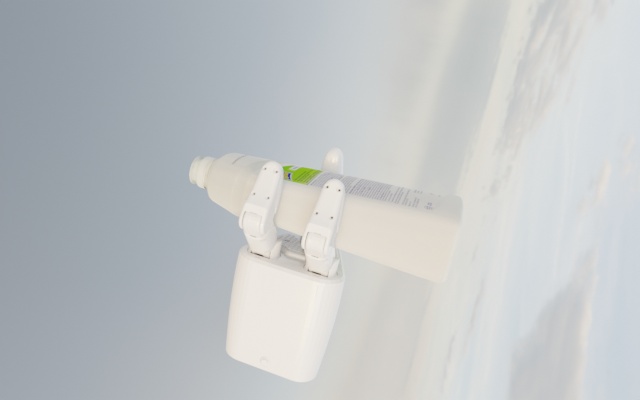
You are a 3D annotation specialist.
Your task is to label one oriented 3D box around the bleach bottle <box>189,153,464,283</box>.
[{"bbox_3d":[0.000,0.001,0.445,0.251,0.068,0.102,16,16,13],"label":"bleach bottle"}]
